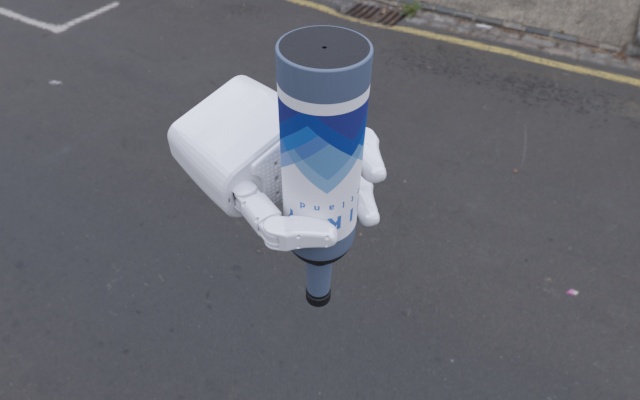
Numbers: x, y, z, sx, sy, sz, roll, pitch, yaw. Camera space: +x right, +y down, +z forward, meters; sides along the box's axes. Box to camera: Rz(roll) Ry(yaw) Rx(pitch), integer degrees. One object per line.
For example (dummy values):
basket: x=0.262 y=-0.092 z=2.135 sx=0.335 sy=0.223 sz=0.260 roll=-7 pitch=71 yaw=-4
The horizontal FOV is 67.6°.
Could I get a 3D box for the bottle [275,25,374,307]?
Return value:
bottle: x=0.000 y=0.001 z=0.424 sx=0.069 sy=0.296 sz=0.069 roll=1 pitch=44 yaw=-1
